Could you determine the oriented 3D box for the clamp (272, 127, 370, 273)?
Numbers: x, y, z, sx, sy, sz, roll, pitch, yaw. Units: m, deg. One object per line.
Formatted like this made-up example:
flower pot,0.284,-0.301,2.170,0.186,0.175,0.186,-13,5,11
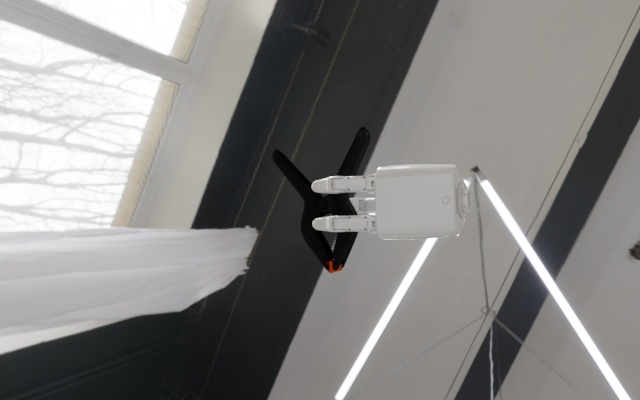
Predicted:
clamp,0.001,0.003,0.720,0.164,0.210,0.036,-2,-2,29
